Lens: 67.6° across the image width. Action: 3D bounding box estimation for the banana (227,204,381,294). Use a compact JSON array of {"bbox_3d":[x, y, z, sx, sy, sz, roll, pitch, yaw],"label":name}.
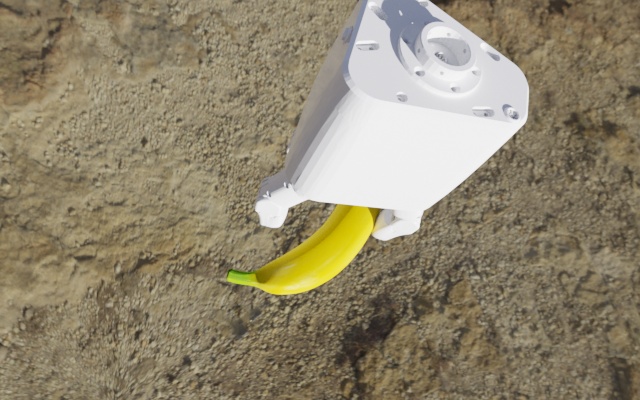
[{"bbox_3d":[0.012,0.016,0.413,0.197,0.069,0.037,-45,-8,-29],"label":"banana"}]
